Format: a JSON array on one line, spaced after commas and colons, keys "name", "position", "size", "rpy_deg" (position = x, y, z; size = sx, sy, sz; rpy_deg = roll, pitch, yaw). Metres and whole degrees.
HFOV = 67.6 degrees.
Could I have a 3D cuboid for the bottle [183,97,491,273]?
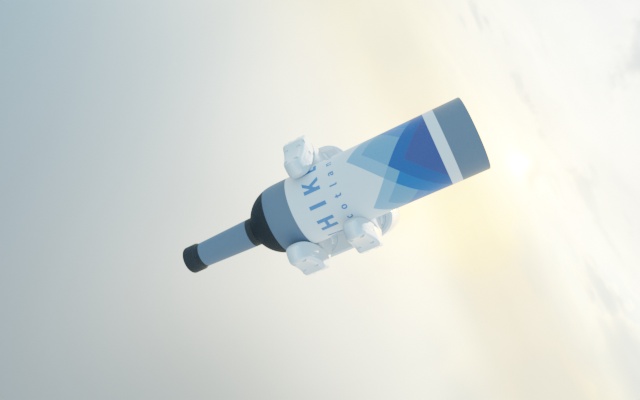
[{"name": "bottle", "position": [0.000, 0.001, 0.439], "size": [0.296, 0.069, 0.069], "rpy_deg": [-24, -7, 15]}]
